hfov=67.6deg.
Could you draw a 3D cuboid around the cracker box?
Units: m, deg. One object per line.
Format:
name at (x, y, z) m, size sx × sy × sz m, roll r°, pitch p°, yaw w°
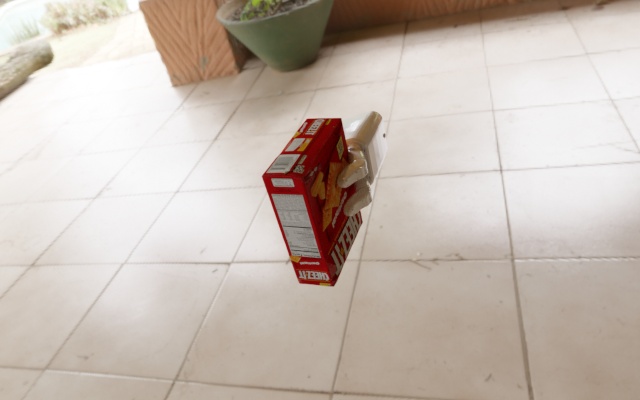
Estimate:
cracker box at (0.000, 0.002, 0.749) m, size 0.072 × 0.214 × 0.164 m, roll 3°, pitch 39°, yaw 25°
